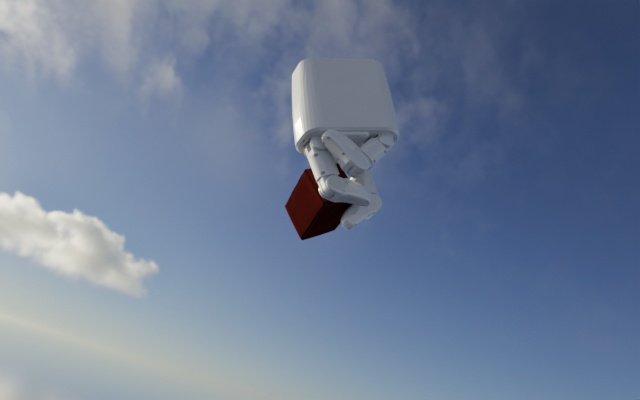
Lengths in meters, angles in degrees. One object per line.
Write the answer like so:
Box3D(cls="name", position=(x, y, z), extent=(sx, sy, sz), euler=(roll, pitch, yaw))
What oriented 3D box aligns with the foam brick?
Box3D(cls="foam brick", position=(0.000, 0.002, 0.576), extent=(0.053, 0.051, 0.078), euler=(-13, -28, -34))
